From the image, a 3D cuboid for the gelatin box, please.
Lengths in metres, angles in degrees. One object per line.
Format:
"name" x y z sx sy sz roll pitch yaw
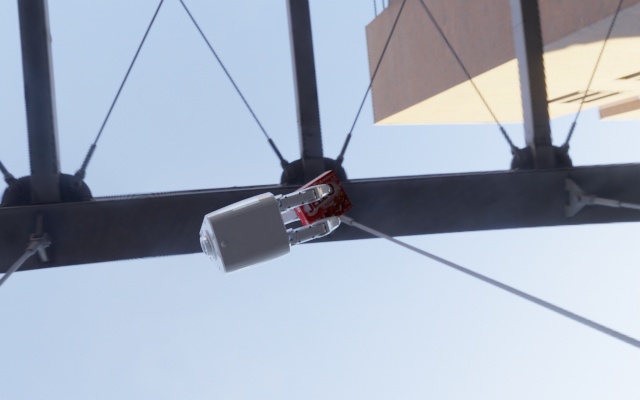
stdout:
"gelatin box" 0.000 0.002 0.787 0.089 0.073 0.030 -34 10 -27
